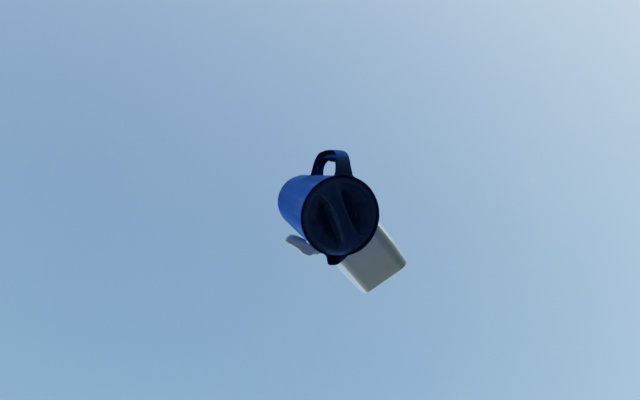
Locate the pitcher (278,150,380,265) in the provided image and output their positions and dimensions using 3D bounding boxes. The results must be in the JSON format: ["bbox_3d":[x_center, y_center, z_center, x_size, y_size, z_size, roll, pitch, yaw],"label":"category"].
[{"bbox_3d":[0.000,0.003,0.864,0.149,0.145,0.243,-44,17,-9],"label":"pitcher"}]
